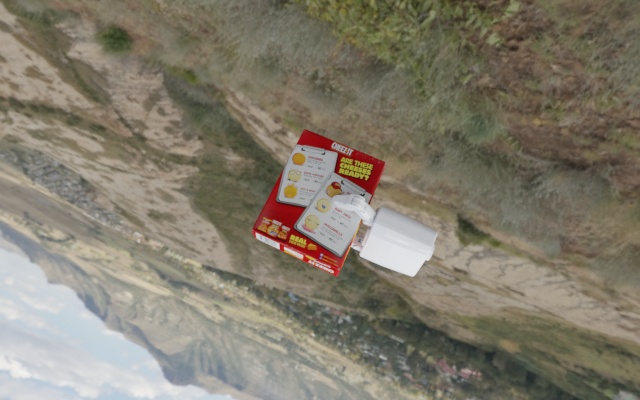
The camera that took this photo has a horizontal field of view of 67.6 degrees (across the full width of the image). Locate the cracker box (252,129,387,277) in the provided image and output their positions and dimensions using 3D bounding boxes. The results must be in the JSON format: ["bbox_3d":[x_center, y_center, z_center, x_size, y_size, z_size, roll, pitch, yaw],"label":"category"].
[{"bbox_3d":[0.000,0.003,0.848,0.164,0.213,0.072,23,-19,6],"label":"cracker box"}]
